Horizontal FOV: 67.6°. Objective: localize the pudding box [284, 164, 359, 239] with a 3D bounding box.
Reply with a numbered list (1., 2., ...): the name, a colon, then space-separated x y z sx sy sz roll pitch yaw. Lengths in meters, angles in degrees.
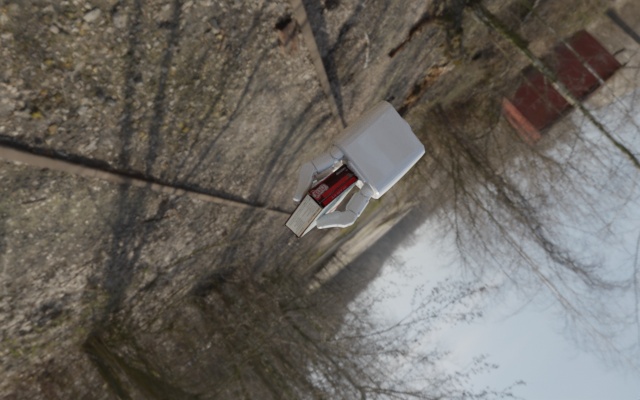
1. pudding box: 0.000 0.003 0.744 0.090 0.039 0.113 -38 -10 -35
